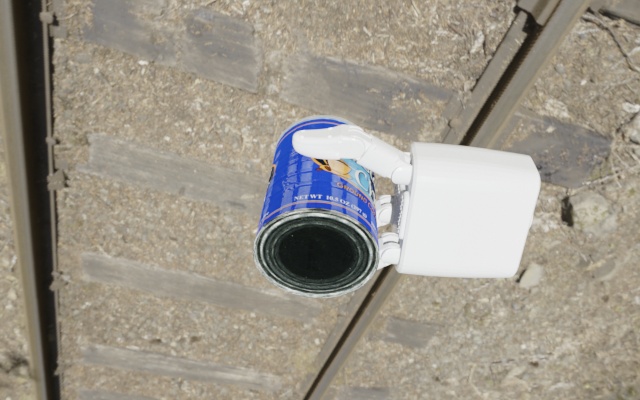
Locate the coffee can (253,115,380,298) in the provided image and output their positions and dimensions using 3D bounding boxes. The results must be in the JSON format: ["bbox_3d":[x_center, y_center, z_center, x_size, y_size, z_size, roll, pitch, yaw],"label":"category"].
[{"bbox_3d":[0.000,0.001,0.436,0.103,0.103,0.140,0,40,4],"label":"coffee can"}]
